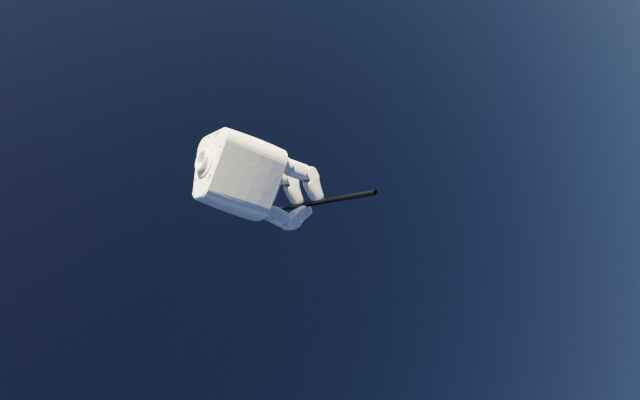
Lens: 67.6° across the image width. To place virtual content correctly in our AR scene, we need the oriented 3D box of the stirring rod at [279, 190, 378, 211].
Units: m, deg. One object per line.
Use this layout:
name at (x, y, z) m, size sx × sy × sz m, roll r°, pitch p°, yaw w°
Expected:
stirring rod at (0.000, 0.003, 0.751) m, size 0.011 × 0.011 × 0.239 m, roll 0°, pitch -6°, yaw -39°
